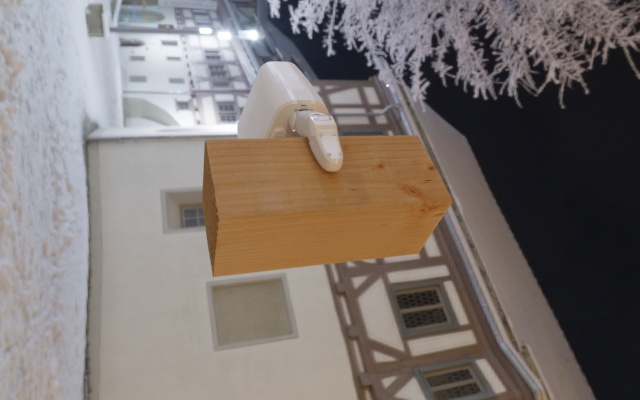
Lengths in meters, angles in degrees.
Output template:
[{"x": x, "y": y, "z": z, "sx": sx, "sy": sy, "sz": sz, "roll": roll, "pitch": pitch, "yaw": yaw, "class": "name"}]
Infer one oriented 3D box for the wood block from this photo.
[{"x": 0.000, "y": 0.001, "z": 0.446, "sx": 0.206, "sy": 0.090, "sz": 0.091, "roll": -4, "pitch": -38, "yaw": -19, "class": "wood block"}]
